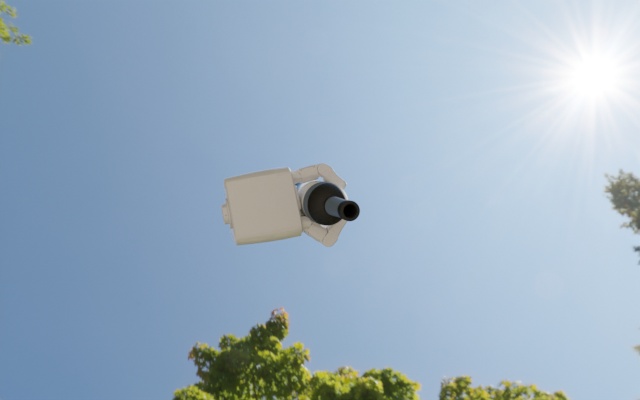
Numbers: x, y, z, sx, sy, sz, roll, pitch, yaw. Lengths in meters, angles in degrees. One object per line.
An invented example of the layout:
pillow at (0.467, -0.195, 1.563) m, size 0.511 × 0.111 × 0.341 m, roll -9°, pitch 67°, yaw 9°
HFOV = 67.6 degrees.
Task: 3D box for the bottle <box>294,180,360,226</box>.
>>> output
bottle at (0.000, 0.002, 0.765) m, size 0.069 × 0.069 × 0.295 m, roll 0°, pitch 4°, yaw -15°
